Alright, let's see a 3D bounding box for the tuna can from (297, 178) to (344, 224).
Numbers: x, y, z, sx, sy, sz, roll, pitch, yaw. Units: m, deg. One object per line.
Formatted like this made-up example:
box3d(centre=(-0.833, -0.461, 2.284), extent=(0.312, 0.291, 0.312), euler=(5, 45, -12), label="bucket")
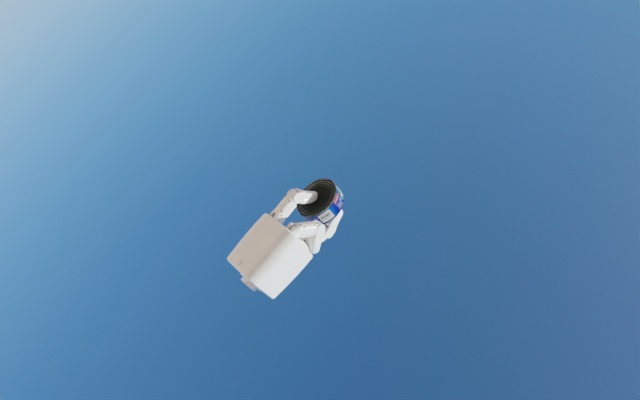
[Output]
box3d(centre=(0.000, 0.003, 0.888), extent=(0.086, 0.086, 0.034), euler=(0, -34, 39), label="tuna can")
